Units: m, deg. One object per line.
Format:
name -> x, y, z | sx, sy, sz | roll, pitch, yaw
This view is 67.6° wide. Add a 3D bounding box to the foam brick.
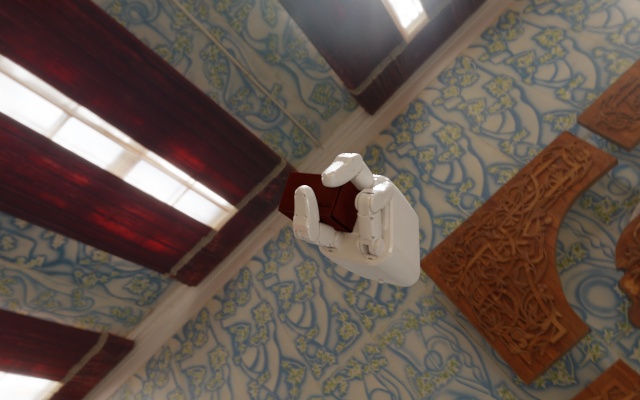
foam brick -> 0.000, 0.002, 0.559 | 0.078, 0.053, 0.051 | 7, -19, 35
